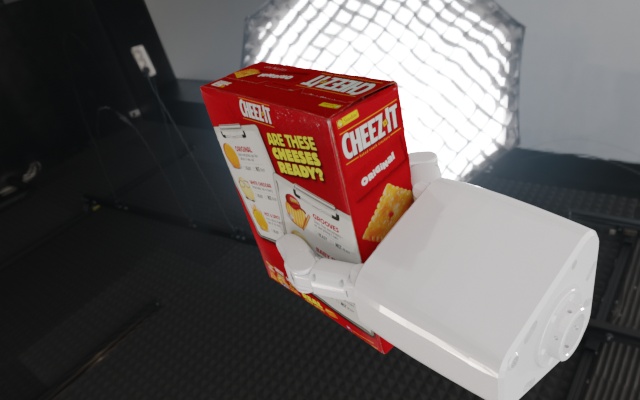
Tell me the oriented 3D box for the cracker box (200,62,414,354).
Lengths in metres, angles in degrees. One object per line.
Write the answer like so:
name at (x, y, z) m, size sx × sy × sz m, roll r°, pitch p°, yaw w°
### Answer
cracker box at (0.000, 0.002, 0.402) m, size 0.072 × 0.214 × 0.164 m, roll -34°, pitch 37°, yaw -28°
